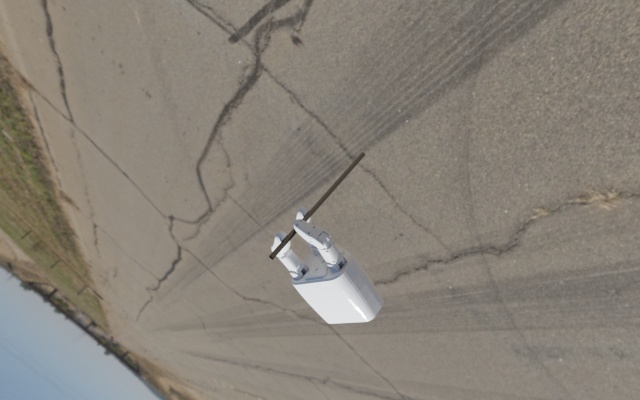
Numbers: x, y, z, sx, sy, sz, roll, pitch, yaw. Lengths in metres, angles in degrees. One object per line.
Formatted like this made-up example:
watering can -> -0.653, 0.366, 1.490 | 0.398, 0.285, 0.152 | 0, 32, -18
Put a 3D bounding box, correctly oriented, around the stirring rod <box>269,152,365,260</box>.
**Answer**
stirring rod -> 0.000, 0.002, 0.742 | 0.011, 0.011, 0.239 | 0, 42, 53
